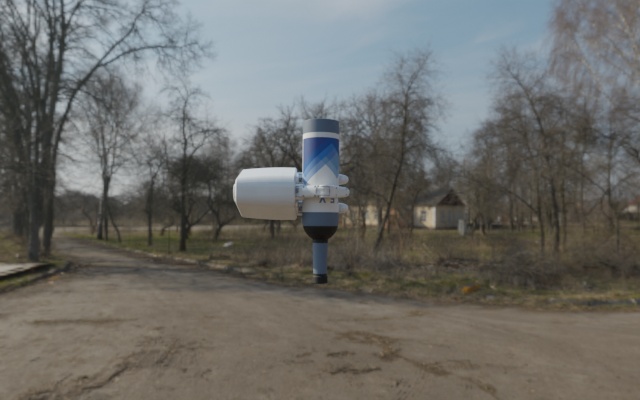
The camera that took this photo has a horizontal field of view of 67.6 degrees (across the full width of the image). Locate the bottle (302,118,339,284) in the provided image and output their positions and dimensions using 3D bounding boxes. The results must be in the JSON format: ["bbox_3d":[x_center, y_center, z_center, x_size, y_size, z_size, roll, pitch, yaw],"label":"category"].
[{"bbox_3d":[0.000,0.003,0.873,0.069,0.295,0.069,0,-2,0],"label":"bottle"}]
